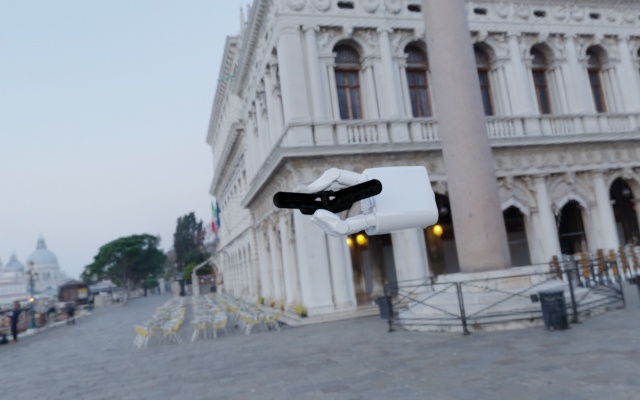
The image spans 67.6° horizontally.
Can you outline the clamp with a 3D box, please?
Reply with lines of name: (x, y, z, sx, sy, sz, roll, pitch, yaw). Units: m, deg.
clamp: (0.000, 0.002, 0.797, 0.164, 0.036, 0.210, -6, -8, -9)
